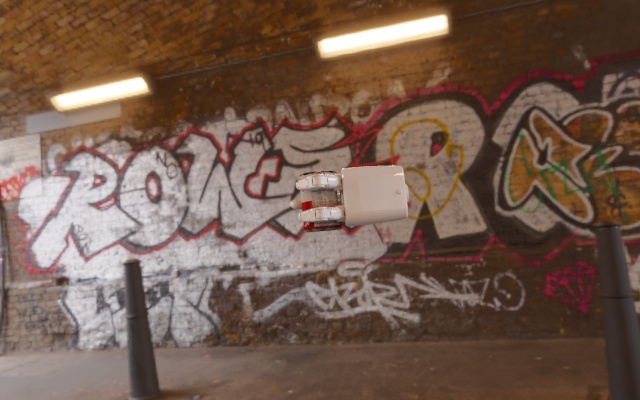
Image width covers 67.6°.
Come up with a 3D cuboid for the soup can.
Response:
[{"bbox_3d":[0.000,0.003,0.842,0.068,0.102,0.068,-5,-5,0],"label":"soup can"}]
